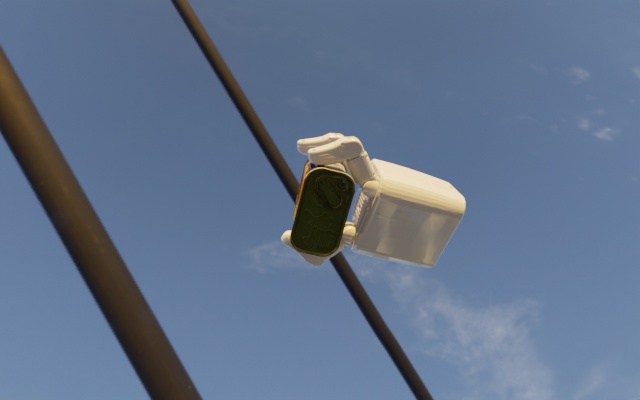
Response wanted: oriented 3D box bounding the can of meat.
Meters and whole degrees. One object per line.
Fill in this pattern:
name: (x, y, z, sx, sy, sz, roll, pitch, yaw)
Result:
can of meat: (0.000, 0.002, 0.566, 0.057, 0.102, 0.084, 13, 17, -7)
